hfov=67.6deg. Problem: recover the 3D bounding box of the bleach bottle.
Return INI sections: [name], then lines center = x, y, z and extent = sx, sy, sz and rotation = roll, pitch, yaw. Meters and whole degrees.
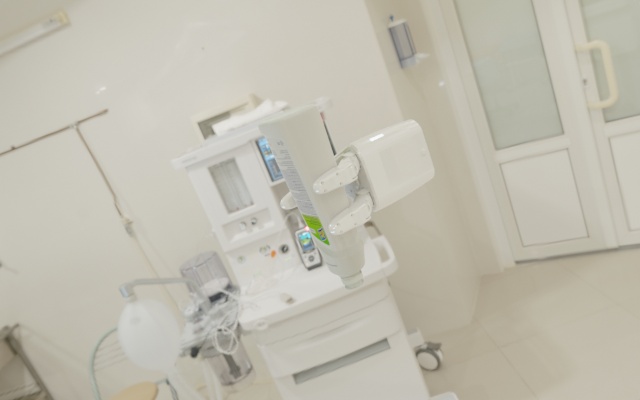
[bleach bottle]
center = 0.000, 0.002, 0.639
extent = 0.068, 0.251, 0.102
rotation = -26, 15, -17
